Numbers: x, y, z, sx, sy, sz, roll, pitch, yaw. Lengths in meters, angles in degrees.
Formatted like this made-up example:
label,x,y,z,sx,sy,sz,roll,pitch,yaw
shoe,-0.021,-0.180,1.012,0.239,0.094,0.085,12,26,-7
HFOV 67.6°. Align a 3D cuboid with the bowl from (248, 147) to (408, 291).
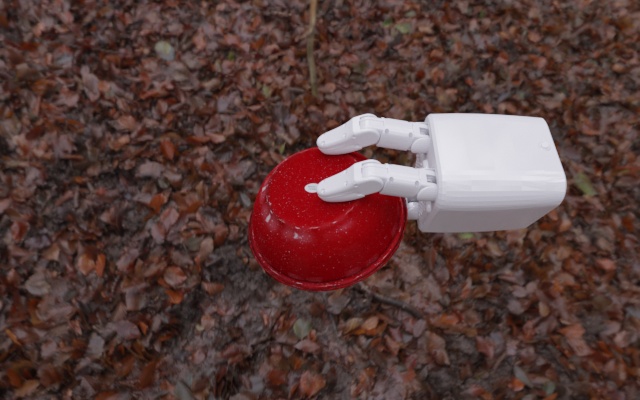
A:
label,x,y,z,sx,sy,sz,roll,pitch,yaw
bowl,-0.001,0.002,0.455,0.162,0.162,0.055,0,-34,15
